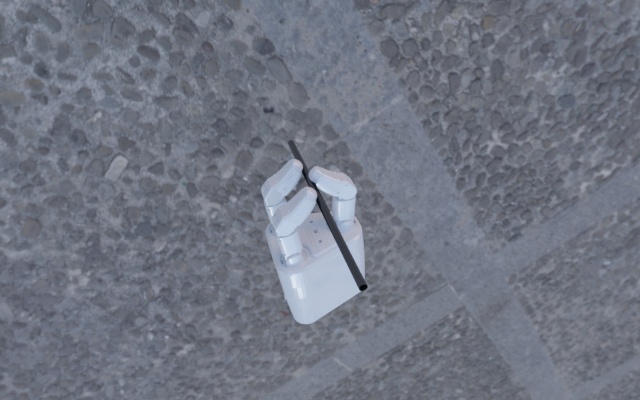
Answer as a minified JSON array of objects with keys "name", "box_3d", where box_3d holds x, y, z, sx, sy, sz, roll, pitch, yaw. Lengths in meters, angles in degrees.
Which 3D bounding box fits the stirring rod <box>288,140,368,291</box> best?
[{"name":"stirring rod","box_3d":[0.000,0.002,0.488,0.011,0.011,0.239,0,36,-22]}]
